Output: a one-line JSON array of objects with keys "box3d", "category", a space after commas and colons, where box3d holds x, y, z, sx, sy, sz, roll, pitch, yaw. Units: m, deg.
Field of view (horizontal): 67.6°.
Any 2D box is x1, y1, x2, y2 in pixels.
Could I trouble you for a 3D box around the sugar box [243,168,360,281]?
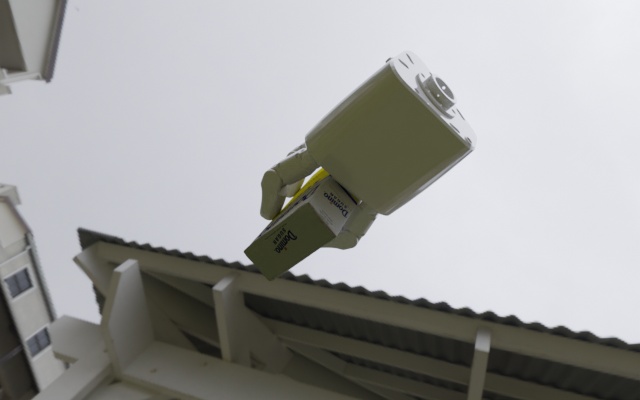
[{"box3d": [0.000, 0.001, 0.490, 0.093, 0.048, 0.176, -37, 5, 32], "category": "sugar box"}]
